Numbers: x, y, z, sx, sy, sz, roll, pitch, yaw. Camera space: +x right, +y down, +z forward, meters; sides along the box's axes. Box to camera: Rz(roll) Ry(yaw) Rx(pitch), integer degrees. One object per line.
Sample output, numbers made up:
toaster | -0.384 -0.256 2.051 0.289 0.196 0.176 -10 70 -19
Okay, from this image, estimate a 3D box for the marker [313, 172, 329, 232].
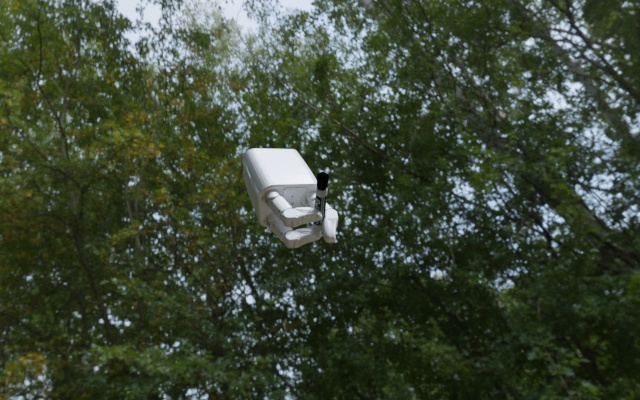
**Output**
marker | 0.000 0.002 0.741 0.020 0.020 0.121 0 -44 -5
